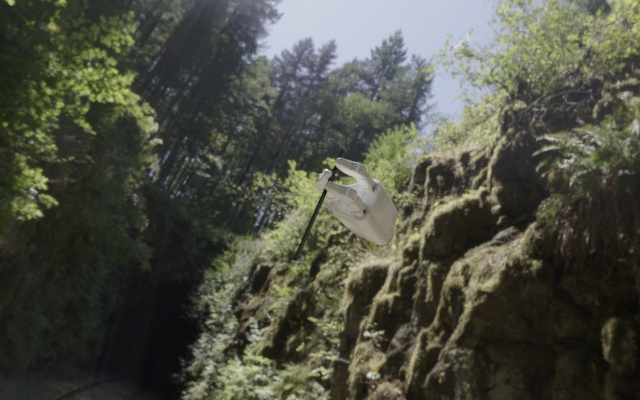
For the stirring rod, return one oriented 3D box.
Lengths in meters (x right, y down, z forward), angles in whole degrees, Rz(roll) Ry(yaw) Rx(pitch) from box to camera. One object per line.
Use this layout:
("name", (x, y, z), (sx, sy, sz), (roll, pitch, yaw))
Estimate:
("stirring rod", (0.000, 0.003, 0.879), (0.011, 0.239, 0.011), (20, -24, 9))
